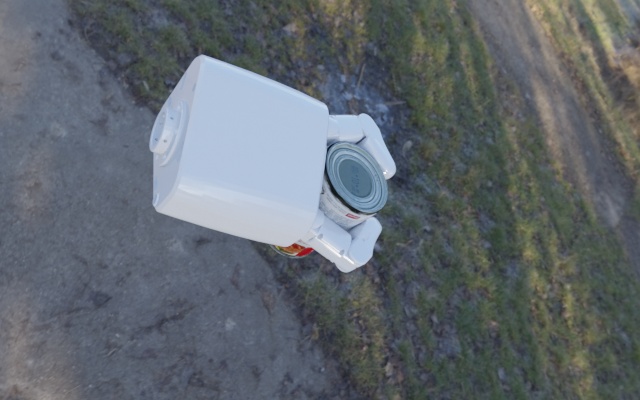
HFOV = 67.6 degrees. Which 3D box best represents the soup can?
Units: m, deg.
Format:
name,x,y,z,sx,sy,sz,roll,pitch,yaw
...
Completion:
name,x,y,z,sx,sy,sz,roll,pitch,yaw
soup can,0.001,0.001,0.417,0.068,0.068,0.102,0,-25,-41
